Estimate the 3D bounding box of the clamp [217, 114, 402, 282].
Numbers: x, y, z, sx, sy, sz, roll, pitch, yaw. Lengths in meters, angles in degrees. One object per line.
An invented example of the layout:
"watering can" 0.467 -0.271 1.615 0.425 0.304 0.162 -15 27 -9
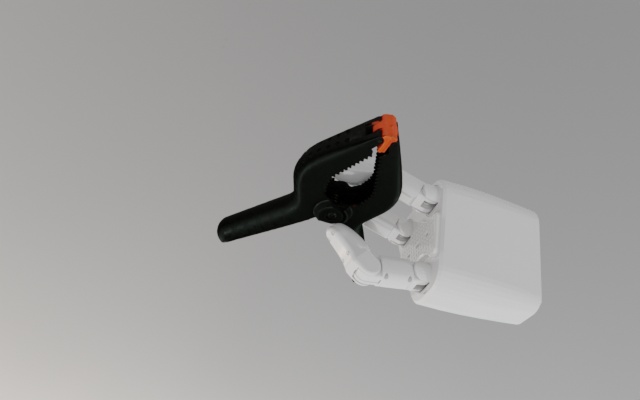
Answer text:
"clamp" 0.000 0.002 0.430 0.164 0.036 0.210 14 -41 -12
